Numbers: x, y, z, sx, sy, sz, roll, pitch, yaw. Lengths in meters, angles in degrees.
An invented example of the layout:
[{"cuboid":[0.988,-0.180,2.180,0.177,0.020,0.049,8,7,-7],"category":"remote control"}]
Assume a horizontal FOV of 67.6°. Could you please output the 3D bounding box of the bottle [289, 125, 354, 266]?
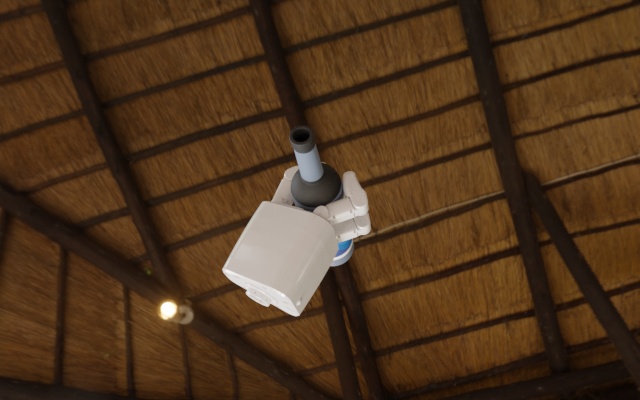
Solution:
[{"cuboid":[0.000,0.002,0.639,0.069,0.069,0.296,0,-30,9],"category":"bottle"}]
